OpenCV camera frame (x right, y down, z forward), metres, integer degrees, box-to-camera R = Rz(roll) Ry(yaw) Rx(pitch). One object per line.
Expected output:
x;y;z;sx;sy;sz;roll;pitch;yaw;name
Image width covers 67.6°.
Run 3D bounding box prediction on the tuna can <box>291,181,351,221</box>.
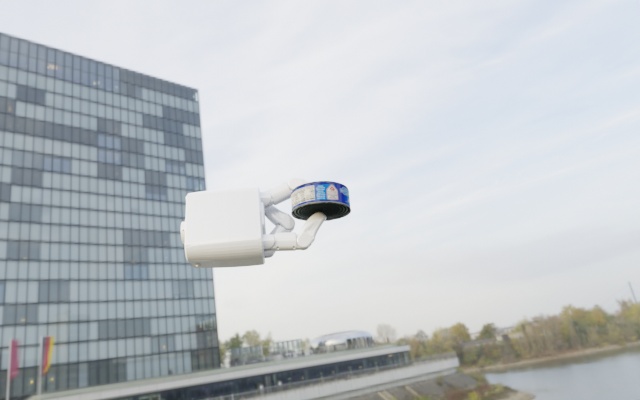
0.000;0.002;0.688;0.086;0.033;0.086;-3;-19;-1;tuna can
